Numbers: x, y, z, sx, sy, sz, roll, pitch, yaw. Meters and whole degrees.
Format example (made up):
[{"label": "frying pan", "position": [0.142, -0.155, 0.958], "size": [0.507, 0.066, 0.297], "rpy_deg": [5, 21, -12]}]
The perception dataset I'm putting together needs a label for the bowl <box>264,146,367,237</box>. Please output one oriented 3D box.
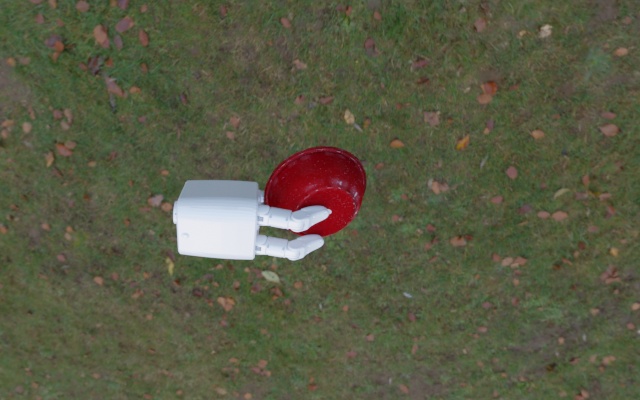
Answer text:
[{"label": "bowl", "position": [0.002, 0.002, 0.705], "size": [0.162, 0.162, 0.055], "rpy_deg": [0, 37, -20]}]
